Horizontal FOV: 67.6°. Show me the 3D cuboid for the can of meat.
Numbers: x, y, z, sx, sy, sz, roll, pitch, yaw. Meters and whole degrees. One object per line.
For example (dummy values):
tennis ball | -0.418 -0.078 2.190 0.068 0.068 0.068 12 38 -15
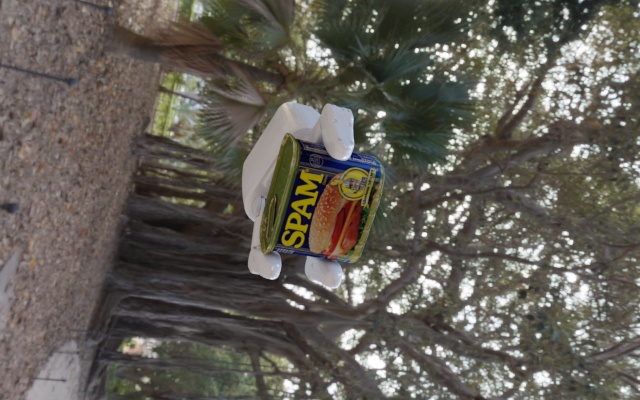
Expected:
can of meat | 0.000 0.001 0.416 0.084 0.102 0.057 11 20 -17
